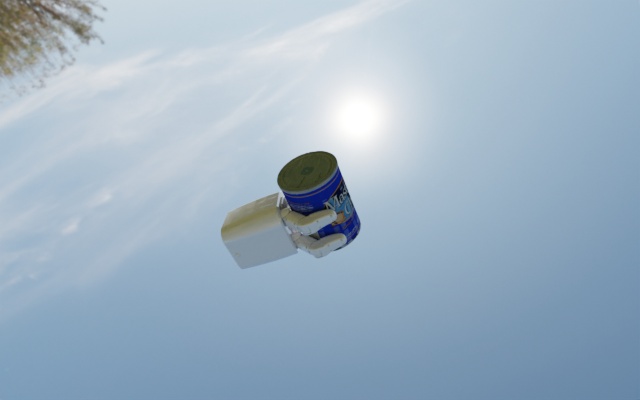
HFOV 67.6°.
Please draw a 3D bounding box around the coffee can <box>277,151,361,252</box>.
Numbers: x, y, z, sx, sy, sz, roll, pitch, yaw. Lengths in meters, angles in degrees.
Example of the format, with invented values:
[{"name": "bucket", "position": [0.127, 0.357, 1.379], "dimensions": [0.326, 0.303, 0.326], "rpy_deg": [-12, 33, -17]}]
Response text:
[{"name": "coffee can", "position": [0.000, 0.002, 0.802], "dimensions": [0.103, 0.140, 0.102], "rpy_deg": [-15, 37, 12]}]
